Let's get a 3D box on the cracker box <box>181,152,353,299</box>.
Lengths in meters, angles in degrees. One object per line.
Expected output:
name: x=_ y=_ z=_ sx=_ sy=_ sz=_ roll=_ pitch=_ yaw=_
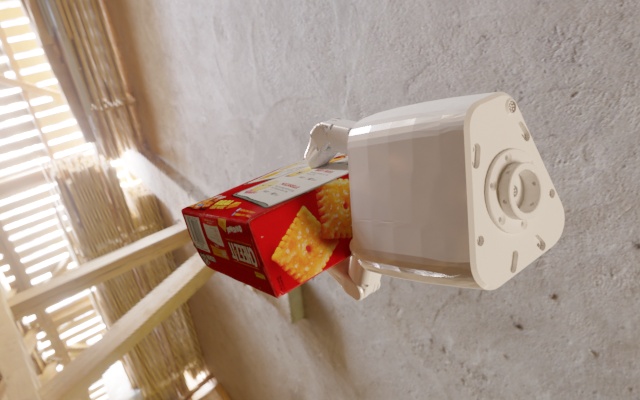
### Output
cracker box: x=0.000 y=0.001 z=0.450 sx=0.213 sy=0.072 sz=0.164 roll=-25 pitch=15 yaw=-29
